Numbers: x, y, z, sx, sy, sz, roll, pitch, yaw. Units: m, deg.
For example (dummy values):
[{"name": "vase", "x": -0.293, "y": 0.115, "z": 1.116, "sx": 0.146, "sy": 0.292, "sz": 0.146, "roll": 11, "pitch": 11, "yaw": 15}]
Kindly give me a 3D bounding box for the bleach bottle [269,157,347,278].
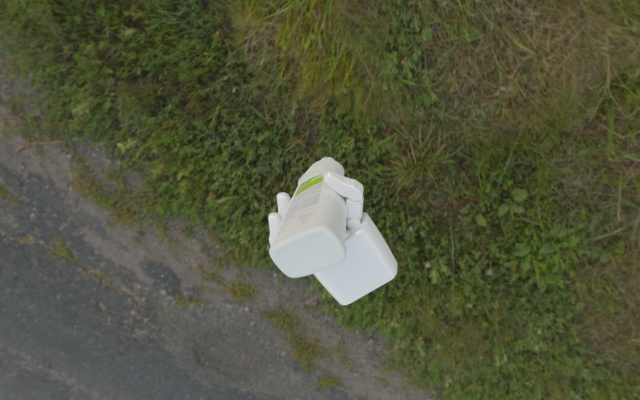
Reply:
[{"name": "bleach bottle", "x": 0.000, "y": 0.002, "z": 0.714, "sx": 0.102, "sy": 0.068, "sz": 0.250, "roll": -24, "pitch": 26, "yaw": 24}]
